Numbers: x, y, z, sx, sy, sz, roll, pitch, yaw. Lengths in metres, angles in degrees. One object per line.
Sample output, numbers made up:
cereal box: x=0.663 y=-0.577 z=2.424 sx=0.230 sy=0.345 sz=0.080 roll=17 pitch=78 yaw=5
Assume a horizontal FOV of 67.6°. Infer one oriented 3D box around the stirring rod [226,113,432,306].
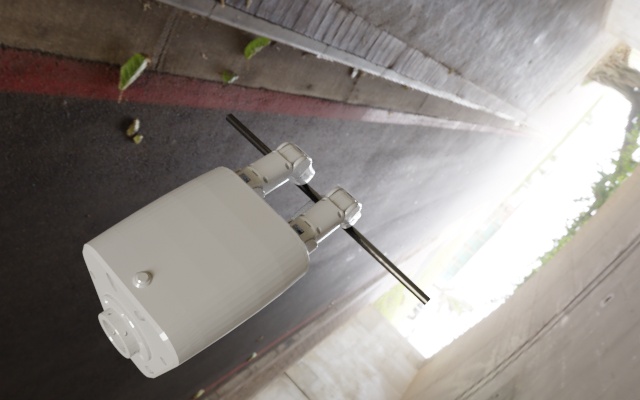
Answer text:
stirring rod: x=0.000 y=0.001 z=0.408 sx=0.239 sy=0.011 sz=0.011 roll=43 pitch=14 yaw=16
